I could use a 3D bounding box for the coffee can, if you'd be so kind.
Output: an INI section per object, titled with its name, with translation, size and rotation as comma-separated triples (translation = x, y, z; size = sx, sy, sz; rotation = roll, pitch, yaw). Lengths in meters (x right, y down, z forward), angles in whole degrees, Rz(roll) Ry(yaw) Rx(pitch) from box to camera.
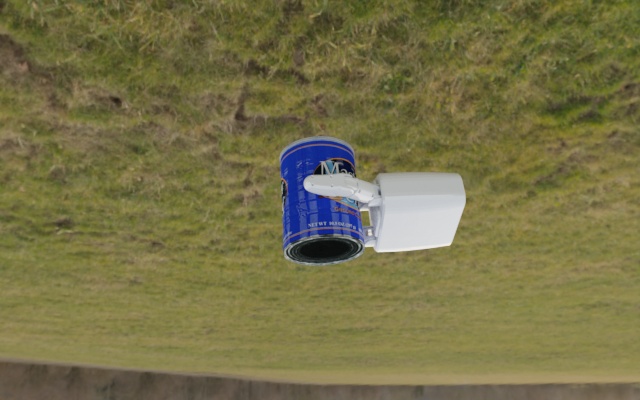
[coffee can]
translation = 0.000, 0.002, 0.624
size = 0.103, 0.140, 0.103
rotation = -4, -26, -2
